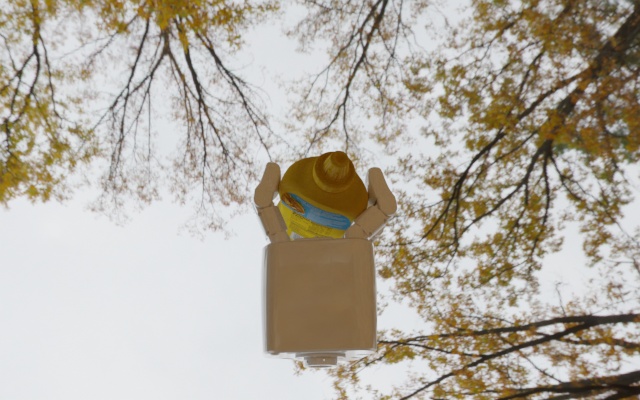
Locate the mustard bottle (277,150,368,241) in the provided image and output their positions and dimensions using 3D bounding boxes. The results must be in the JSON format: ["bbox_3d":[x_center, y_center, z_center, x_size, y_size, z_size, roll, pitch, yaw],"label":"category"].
[{"bbox_3d":[0.000,0.002,0.525,0.096,0.058,0.192,25,-27,1],"label":"mustard bottle"}]
